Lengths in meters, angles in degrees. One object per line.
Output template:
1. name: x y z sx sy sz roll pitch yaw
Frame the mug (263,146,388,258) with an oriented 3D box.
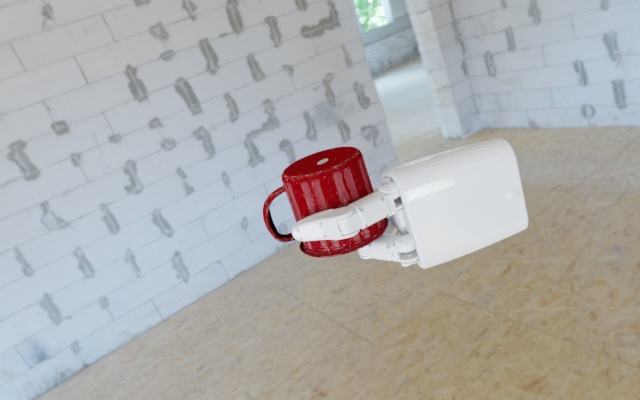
1. mug: -0.001 0.002 0.469 0.117 0.081 0.093 -18 19 0
